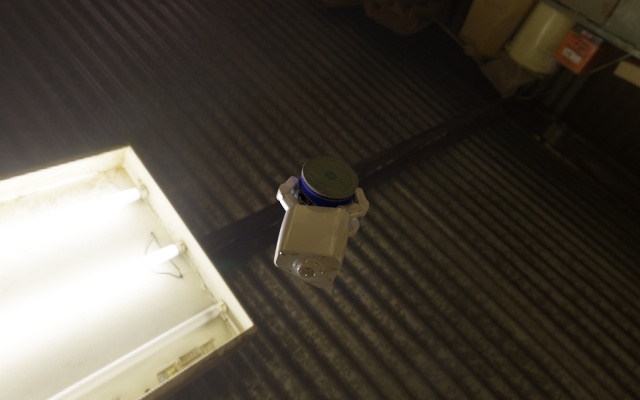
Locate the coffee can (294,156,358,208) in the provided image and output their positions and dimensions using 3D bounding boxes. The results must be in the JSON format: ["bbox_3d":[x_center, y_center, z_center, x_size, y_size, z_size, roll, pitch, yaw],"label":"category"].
[{"bbox_3d":[0.000,0.003,0.887,0.103,0.102,0.140,0,-43,-21],"label":"coffee can"}]
